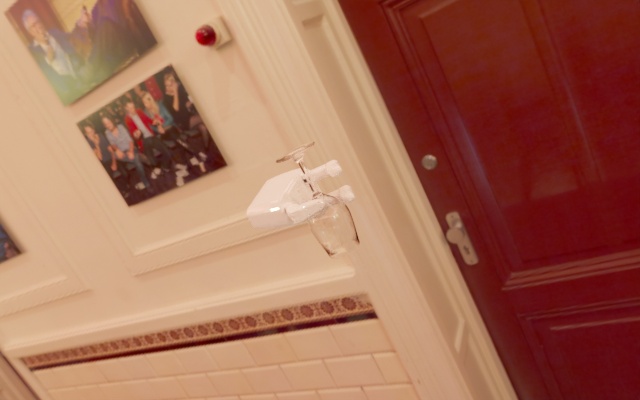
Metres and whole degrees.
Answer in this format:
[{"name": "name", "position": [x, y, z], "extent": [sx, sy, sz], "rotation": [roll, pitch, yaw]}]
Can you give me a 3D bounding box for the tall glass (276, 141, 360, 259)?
[{"name": "tall glass", "position": [0.000, 0.002, 0.837], "extent": [0.079, 0.201, 0.079], "rotation": [-25, 15, 7]}]
